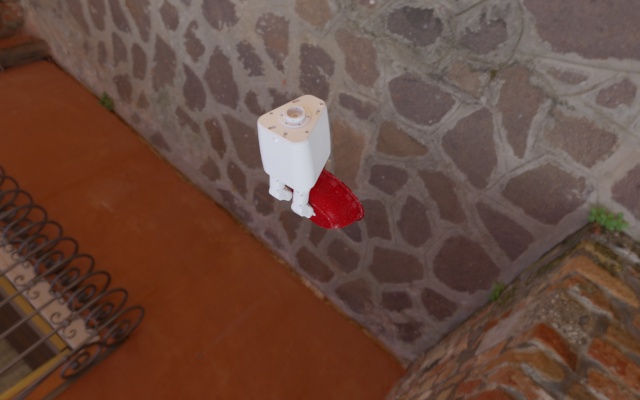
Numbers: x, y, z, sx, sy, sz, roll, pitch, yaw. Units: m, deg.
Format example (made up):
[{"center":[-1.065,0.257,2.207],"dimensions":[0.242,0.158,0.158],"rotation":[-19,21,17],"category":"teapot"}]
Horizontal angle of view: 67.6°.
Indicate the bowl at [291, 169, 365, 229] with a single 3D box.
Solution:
[{"center":[0.000,0.004,0.883],"dimensions":[0.162,0.055,0.162],"rotation":[34,-19,13],"category":"bowl"}]
